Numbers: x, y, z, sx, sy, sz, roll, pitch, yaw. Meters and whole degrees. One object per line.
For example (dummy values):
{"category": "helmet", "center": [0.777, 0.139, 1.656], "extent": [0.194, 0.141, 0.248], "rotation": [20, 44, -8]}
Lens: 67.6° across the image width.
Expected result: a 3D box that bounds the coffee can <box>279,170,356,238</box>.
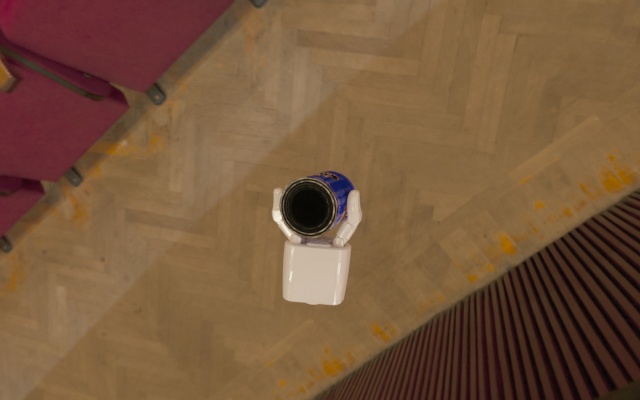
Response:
{"category": "coffee can", "center": [0.000, 0.003, 0.852], "extent": [0.103, 0.103, 0.140], "rotation": [0, 8, 18]}
